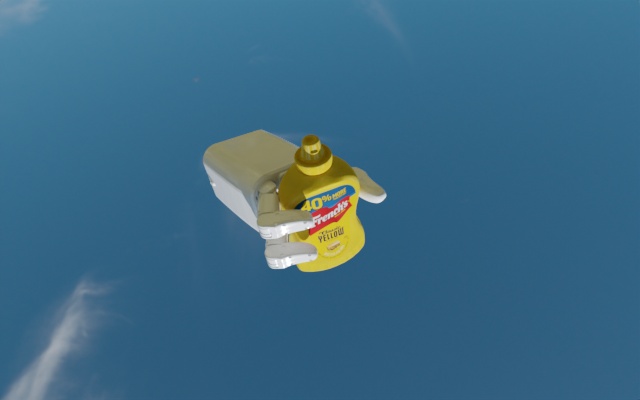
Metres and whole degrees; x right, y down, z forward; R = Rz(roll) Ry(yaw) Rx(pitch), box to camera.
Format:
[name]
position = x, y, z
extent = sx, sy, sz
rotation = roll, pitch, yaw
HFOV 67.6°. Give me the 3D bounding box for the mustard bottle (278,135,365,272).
[mustard bottle]
position = 0.000, 0.002, 0.564
extent = 0.096, 0.192, 0.058
rotation = -20, 46, -10
